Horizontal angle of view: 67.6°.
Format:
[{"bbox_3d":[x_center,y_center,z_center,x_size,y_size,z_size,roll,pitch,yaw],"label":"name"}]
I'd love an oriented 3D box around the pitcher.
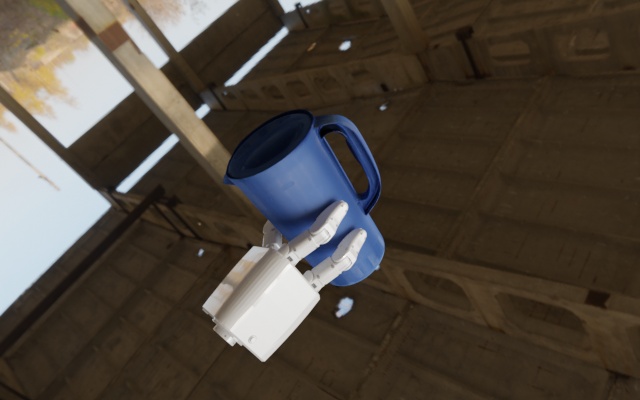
[{"bbox_3d":[0.000,0.002,0.653,0.149,0.145,0.243,12,-34,51],"label":"pitcher"}]
